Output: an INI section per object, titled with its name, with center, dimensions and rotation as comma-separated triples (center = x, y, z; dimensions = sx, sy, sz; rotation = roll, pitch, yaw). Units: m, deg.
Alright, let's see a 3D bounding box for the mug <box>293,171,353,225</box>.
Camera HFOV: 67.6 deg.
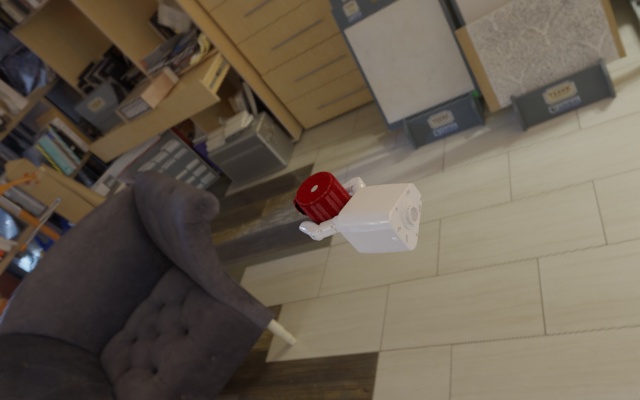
[mug]
center = -0.001, 0.003, 0.874
dimensions = 0.117, 0.093, 0.081
rotation = -7, -43, 39
